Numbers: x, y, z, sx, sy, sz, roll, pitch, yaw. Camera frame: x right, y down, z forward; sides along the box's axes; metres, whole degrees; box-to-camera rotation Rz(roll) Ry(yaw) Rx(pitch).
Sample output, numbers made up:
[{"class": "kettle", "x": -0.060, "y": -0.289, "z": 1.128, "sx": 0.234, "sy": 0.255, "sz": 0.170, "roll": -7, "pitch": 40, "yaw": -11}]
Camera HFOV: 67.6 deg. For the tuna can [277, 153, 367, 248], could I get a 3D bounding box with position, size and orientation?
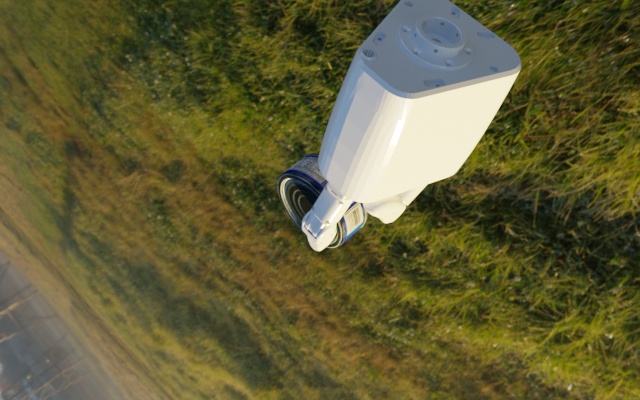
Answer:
[{"class": "tuna can", "x": 0.000, "y": 0.002, "z": 0.442, "sx": 0.033, "sy": 0.086, "sz": 0.086, "roll": -39, "pitch": 21, "yaw": -28}]
